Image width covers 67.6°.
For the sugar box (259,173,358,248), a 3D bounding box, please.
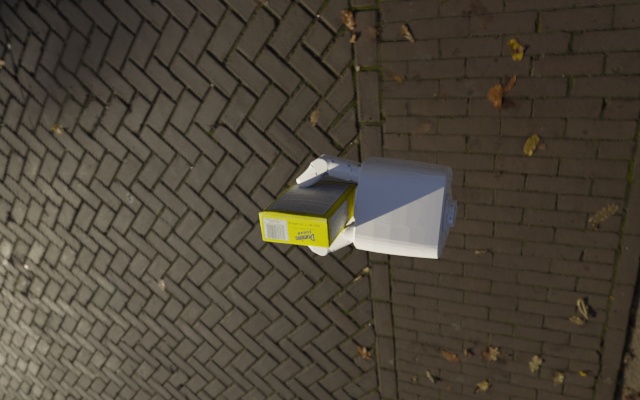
[{"bbox_3d":[0.000,0.003,0.644,0.093,0.048,0.176,5,22,22],"label":"sugar box"}]
